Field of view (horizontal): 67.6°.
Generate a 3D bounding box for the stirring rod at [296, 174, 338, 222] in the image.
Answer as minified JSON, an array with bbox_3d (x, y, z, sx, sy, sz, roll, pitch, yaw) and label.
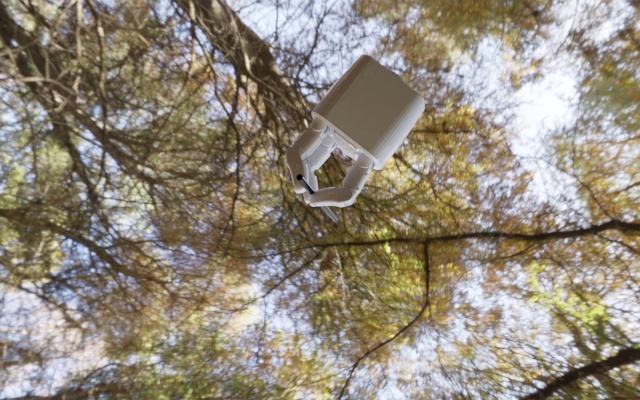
[{"bbox_3d":[0.000,0.002,0.675,0.011,0.011,0.239,0,-14,12],"label":"stirring rod"}]
